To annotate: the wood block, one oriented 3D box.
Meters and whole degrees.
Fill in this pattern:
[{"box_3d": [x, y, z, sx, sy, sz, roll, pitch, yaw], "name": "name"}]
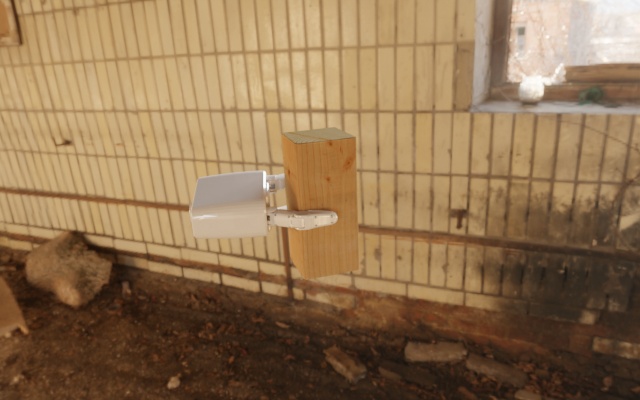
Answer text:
[{"box_3d": [0.000, 0.002, 0.722, 0.090, 0.206, 0.090, -9, 20, -16], "name": "wood block"}]
